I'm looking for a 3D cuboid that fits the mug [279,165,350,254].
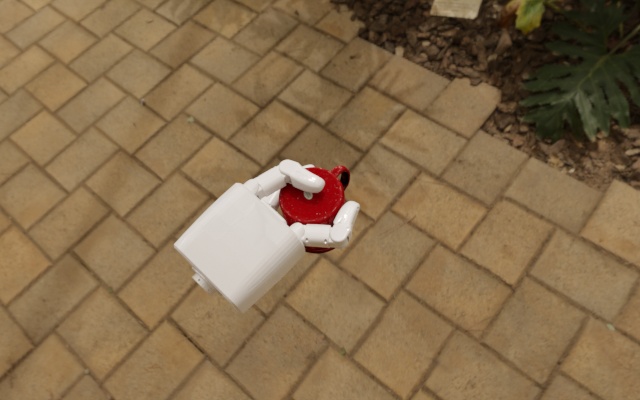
[{"bbox_3d":[0.001,0.001,0.619,0.093,0.117,0.081,35,-19,23],"label":"mug"}]
